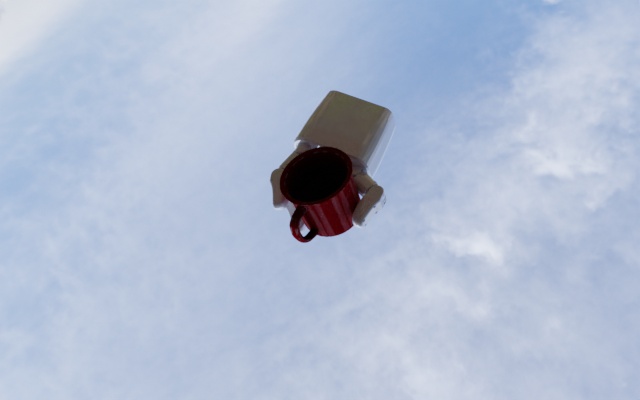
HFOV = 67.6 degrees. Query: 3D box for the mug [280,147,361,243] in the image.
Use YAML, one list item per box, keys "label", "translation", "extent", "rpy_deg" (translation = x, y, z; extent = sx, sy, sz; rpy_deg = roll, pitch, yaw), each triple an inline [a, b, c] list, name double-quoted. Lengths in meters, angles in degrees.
- label: "mug"
  translation: [0.000, 0.003, 0.601]
  extent: [0.093, 0.117, 0.082]
  rpy_deg: [13, -31, 30]
